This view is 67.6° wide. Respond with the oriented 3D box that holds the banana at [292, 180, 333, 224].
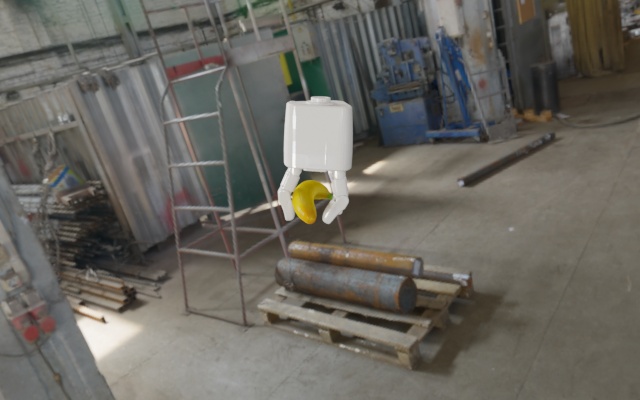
[{"bbox_3d":[-0.016,-0.005,0.851,0.069,0.037,0.197,22,17,9],"label":"banana"}]
